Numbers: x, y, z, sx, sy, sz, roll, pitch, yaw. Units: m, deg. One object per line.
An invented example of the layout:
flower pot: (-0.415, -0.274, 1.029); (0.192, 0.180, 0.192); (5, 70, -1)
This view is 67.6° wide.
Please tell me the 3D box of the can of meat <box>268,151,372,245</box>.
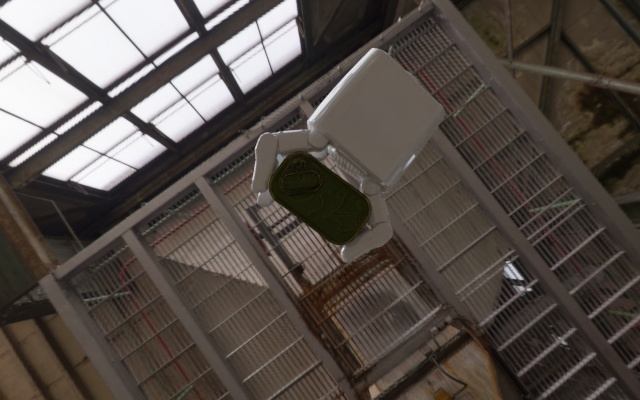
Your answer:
can of meat: (0.000, 0.002, 0.502); (0.102, 0.057, 0.084); (37, -4, 5)
